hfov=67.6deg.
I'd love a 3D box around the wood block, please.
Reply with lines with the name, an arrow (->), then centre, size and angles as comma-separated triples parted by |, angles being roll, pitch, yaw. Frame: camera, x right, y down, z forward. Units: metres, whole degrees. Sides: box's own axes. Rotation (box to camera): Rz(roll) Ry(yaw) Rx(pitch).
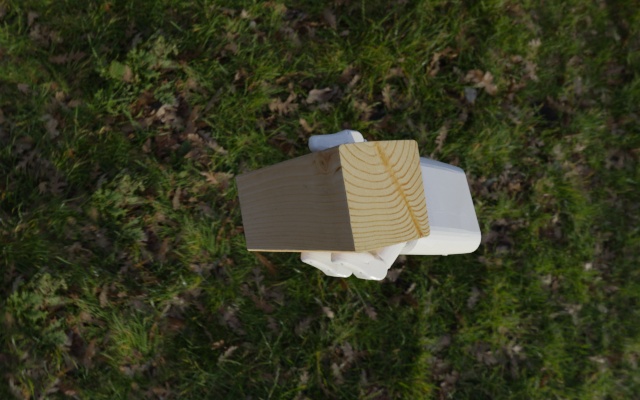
wood block -> 0.000, 0.001, 0.489 | 0.090, 0.091, 0.206 | -8, 0, -34
